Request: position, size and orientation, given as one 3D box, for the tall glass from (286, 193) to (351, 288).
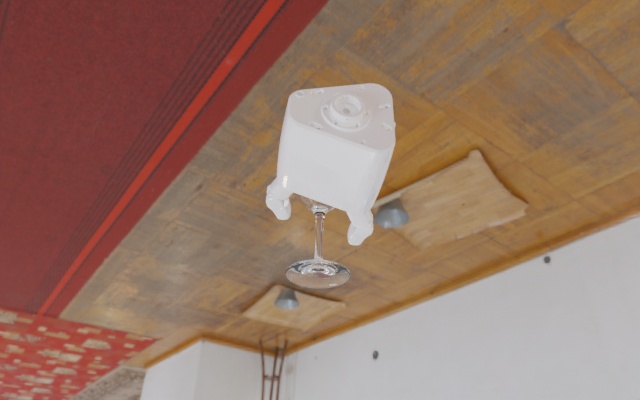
[{"bbox_3d":[0.000,0.003,0.598,0.079,0.201,0.079,1,-33,1],"label":"tall glass"}]
